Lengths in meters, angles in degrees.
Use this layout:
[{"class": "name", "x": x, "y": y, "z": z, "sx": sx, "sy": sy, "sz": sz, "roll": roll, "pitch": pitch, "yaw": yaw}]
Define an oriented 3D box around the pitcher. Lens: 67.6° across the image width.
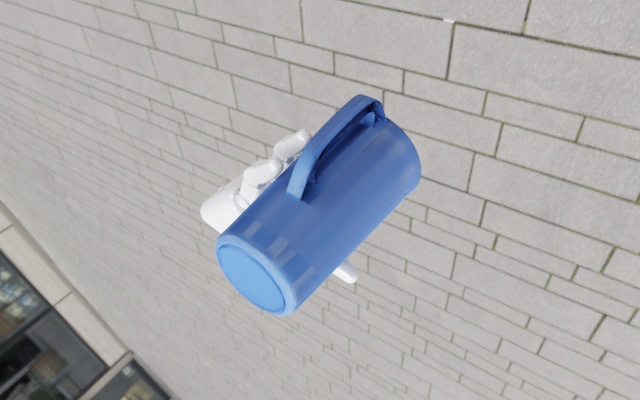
[{"class": "pitcher", "x": 0.000, "y": 0.002, "z": 0.535, "sx": 0.242, "sy": 0.149, "sz": 0.145, "roll": -45, "pitch": 17, "yaw": -34}]
